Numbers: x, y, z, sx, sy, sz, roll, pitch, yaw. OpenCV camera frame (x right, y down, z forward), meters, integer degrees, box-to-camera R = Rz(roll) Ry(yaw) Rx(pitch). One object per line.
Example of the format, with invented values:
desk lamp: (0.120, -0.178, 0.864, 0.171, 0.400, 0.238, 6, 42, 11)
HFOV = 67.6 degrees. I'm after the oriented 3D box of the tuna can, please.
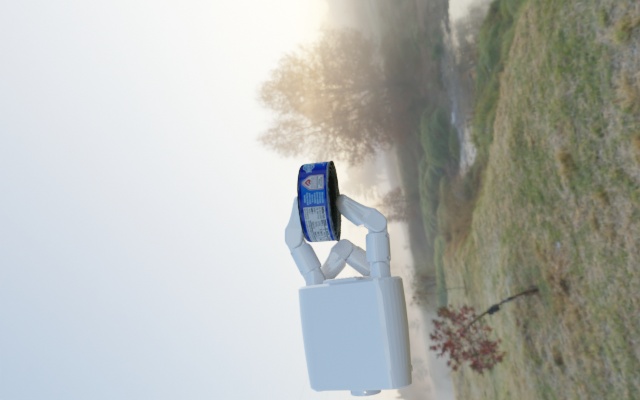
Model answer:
tuna can: (0.000, 0.002, 0.505, 0.034, 0.086, 0.086, -5, -1, 9)
